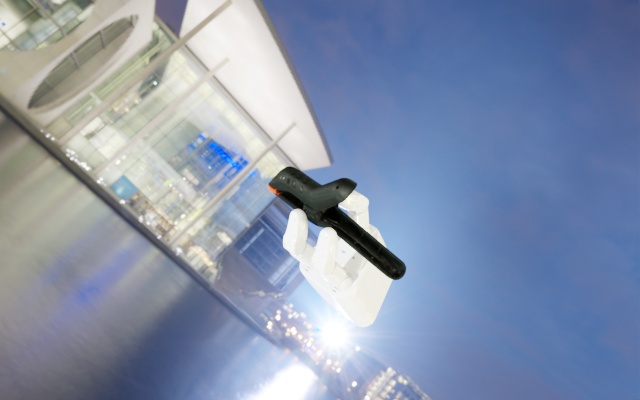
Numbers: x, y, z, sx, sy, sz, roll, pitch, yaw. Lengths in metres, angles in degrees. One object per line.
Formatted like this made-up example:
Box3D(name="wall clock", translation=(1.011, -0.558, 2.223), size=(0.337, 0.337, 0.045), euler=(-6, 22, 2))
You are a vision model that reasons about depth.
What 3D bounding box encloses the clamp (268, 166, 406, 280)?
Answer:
Box3D(name="clamp", translation=(0.000, 0.001, 0.563), size=(0.210, 0.036, 0.165), euler=(31, -19, 39))
